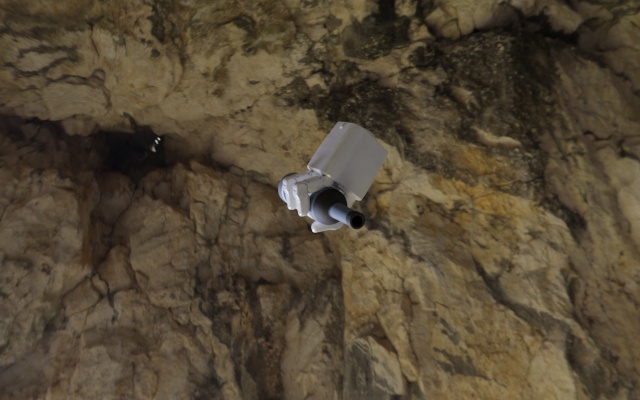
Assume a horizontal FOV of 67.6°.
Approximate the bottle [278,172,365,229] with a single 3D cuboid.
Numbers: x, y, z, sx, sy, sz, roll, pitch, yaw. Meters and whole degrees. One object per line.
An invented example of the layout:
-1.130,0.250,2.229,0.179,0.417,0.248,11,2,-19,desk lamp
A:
0.000,0.003,0.868,0.069,0.069,0.295,0,11,-23,bottle
